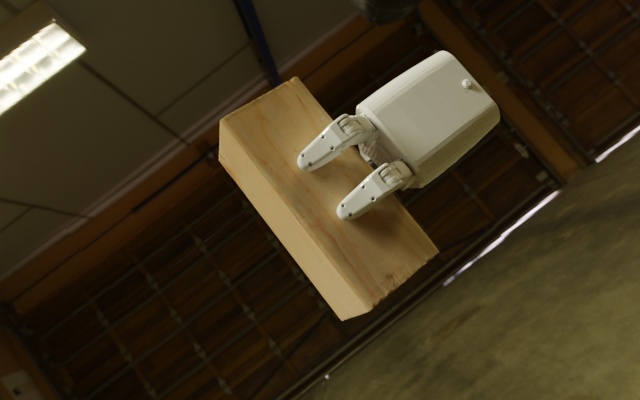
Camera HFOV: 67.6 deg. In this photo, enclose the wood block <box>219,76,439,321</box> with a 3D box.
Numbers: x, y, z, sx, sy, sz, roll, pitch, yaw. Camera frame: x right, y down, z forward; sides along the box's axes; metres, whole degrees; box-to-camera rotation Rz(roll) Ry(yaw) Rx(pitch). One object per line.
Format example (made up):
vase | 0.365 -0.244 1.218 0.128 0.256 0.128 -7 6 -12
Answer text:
wood block | 0.000 0.001 0.455 0.090 0.206 0.091 -35 -8 -20
